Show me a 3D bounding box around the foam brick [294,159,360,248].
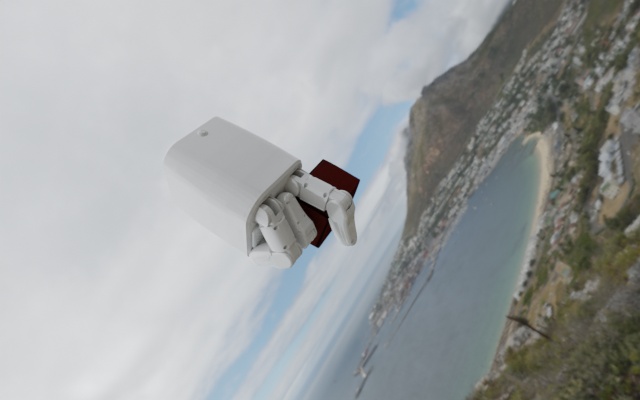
[{"bbox_3d":[0.000,0.002,0.525,0.051,0.053,0.078,30,44,11],"label":"foam brick"}]
